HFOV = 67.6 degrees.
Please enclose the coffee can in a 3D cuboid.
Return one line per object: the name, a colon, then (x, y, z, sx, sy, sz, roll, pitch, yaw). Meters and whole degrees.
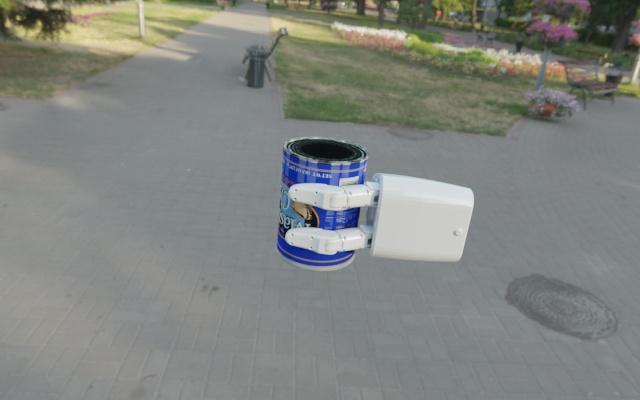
coffee can: (0.000, 0.002, 0.594, 0.103, 0.140, 0.102, 5, 23, -2)
